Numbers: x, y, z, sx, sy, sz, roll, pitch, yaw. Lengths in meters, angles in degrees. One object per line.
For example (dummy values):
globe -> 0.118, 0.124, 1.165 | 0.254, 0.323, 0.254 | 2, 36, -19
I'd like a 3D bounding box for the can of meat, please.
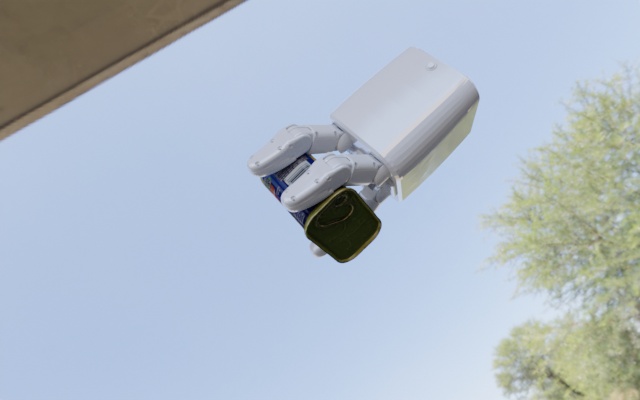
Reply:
can of meat -> 0.000, 0.001, 0.449 | 0.084, 0.057, 0.102 | 46, 1, 35
